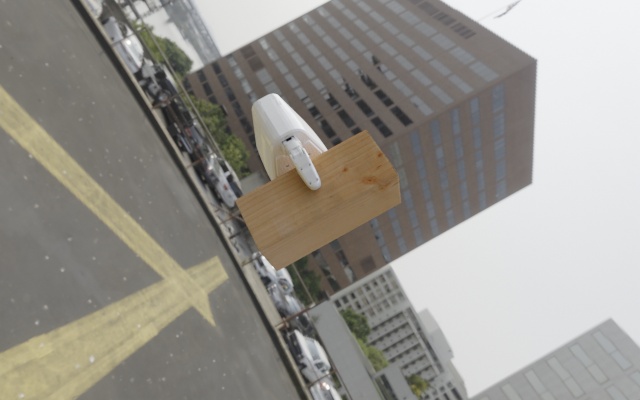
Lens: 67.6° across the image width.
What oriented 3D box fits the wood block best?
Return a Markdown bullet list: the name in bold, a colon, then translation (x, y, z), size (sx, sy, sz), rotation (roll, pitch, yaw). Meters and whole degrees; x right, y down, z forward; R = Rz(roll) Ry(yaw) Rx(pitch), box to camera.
- **wood block**: translation (0.000, 0.002, 0.672), size (0.206, 0.090, 0.091), rotation (-29, -28, -3)
